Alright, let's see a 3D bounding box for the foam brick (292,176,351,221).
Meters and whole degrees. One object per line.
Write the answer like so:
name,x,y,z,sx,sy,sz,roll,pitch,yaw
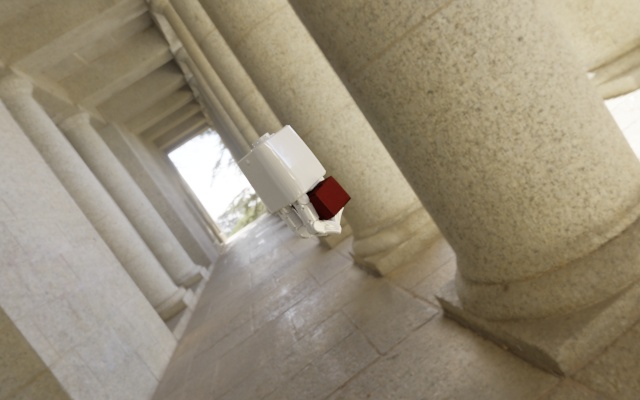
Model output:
foam brick,0.000,0.003,0.800,0.078,0.051,0.053,-26,17,52
